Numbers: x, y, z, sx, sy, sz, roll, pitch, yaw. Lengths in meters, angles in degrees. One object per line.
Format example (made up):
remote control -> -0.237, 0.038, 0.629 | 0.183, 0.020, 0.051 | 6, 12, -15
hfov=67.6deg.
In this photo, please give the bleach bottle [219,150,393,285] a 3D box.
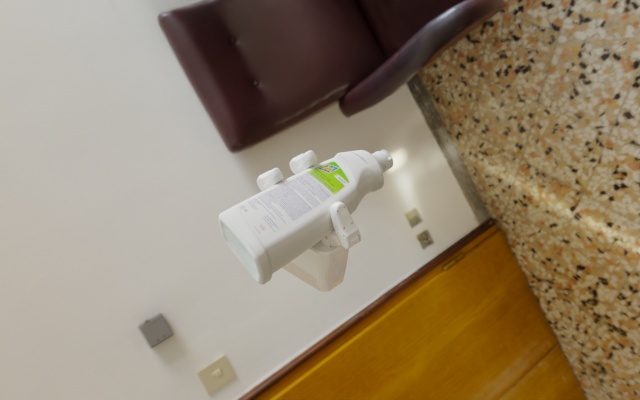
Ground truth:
bleach bottle -> 0.000, 0.002, 0.625 | 0.251, 0.068, 0.102 | -30, 54, -24
